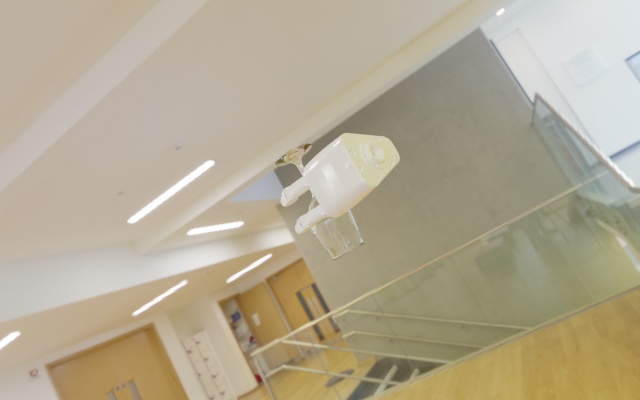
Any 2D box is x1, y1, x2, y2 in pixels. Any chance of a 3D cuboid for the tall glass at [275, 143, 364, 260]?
[{"bbox_3d":[0.000,0.002,0.838,0.079,0.201,0.079,-29,-9,-5],"label":"tall glass"}]
